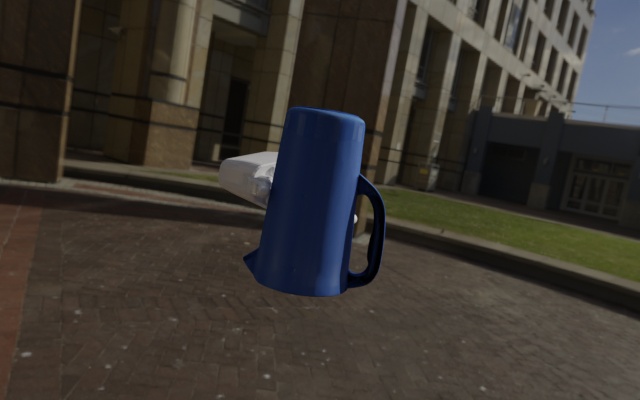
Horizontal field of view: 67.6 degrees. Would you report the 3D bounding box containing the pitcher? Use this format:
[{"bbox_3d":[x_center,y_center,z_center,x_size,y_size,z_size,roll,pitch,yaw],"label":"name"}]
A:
[{"bbox_3d":[0.000,0.002,0.653,0.149,0.243,0.145,4,8,-40],"label":"pitcher"}]
